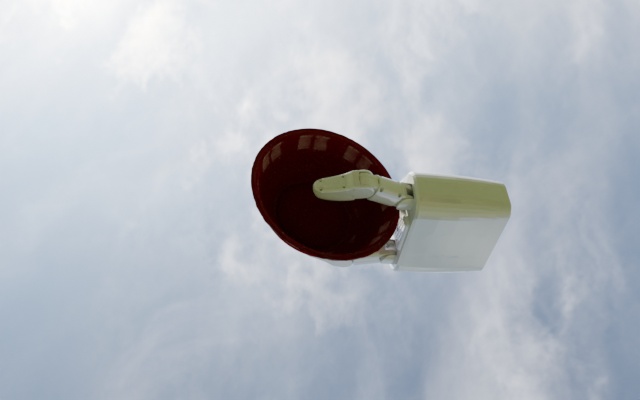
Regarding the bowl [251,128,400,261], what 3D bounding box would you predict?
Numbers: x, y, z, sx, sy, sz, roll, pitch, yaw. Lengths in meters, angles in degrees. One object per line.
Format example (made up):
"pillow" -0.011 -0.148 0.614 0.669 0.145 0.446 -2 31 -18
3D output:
"bowl" -0.001 0.001 0.509 0.162 0.162 0.055 0 -32 -22
